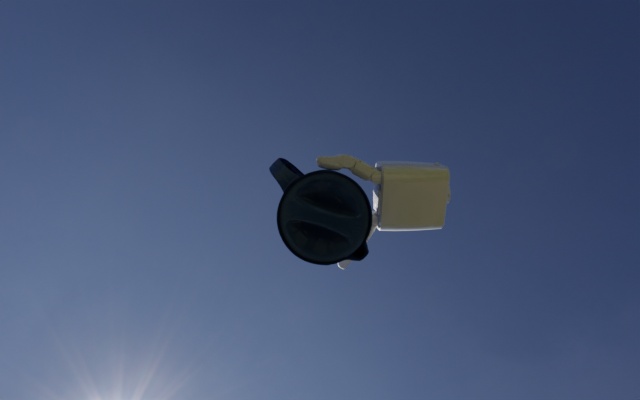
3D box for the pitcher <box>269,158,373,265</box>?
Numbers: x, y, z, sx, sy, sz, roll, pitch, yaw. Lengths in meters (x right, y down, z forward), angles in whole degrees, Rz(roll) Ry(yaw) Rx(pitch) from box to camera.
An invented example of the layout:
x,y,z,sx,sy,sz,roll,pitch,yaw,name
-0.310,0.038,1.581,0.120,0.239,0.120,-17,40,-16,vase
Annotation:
x,y,z,sx,sy,sz,roll,pitch,yaw,name
0.000,0.003,0.771,0.145,0.149,0.243,-1,7,1,pitcher
